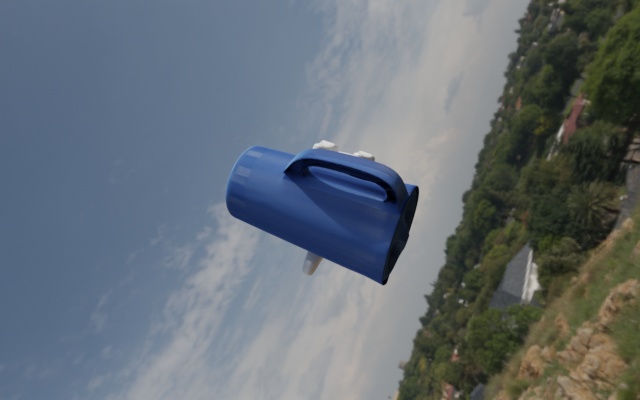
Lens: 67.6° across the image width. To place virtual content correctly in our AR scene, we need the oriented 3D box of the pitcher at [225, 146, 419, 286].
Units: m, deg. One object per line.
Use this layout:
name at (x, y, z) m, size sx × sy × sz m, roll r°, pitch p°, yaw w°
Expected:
pitcher at (0.000, 0.002, 0.631) m, size 0.243 × 0.149 × 0.145 m, roll 19°, pitch 9°, yaw 17°
